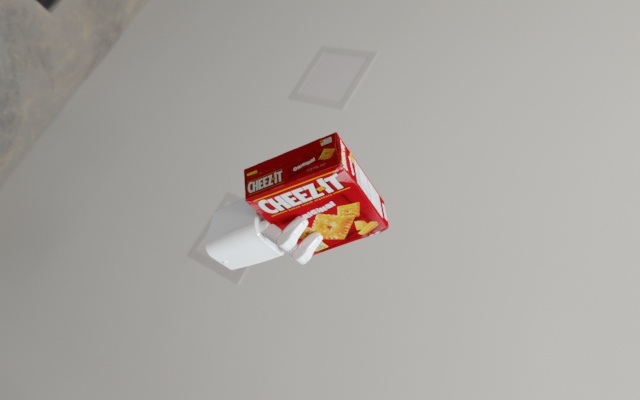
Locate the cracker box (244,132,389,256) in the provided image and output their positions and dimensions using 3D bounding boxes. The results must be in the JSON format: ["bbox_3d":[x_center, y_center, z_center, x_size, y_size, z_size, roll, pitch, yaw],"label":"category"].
[{"bbox_3d":[0.000,0.003,0.786,0.164,0.072,0.214,-20,-37,17],"label":"cracker box"}]
